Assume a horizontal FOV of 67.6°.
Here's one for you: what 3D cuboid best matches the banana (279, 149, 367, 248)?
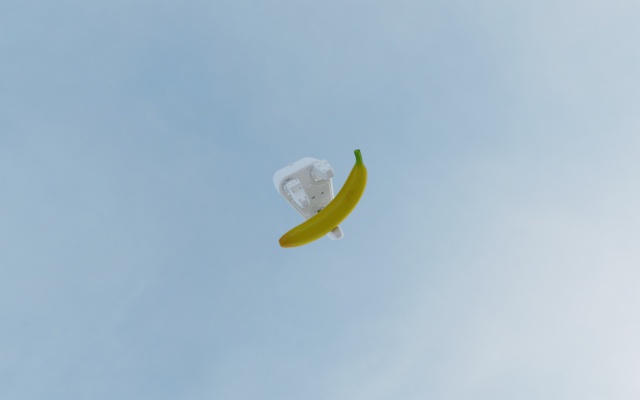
[{"bbox_3d":[0.016,0.011,0.773,0.070,0.198,0.037,39,2,-23],"label":"banana"}]
